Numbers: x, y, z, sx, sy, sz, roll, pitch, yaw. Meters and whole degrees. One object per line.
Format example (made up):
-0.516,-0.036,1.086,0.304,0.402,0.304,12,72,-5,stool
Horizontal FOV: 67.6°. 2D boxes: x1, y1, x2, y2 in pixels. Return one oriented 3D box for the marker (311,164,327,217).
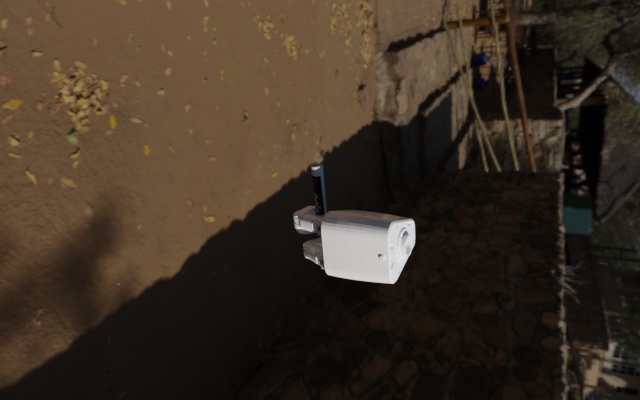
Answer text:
0.000,0.002,0.756,0.020,0.121,0.020,-5,19,2,marker
